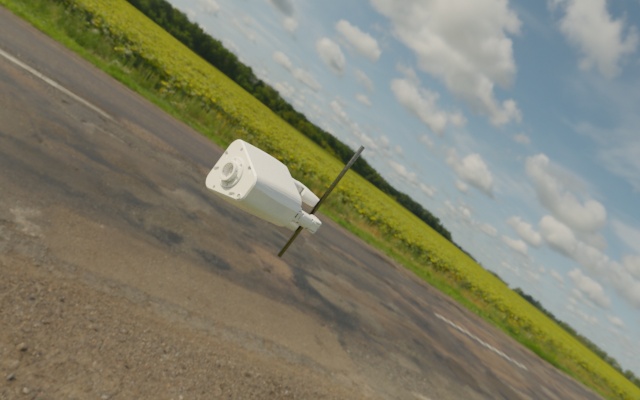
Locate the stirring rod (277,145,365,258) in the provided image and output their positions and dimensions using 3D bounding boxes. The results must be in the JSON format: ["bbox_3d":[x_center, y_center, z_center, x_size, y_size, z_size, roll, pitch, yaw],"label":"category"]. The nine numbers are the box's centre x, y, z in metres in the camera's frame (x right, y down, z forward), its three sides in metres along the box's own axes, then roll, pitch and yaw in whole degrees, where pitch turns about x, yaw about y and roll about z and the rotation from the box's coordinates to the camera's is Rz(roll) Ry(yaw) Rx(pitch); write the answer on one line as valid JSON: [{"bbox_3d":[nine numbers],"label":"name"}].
[{"bbox_3d":[0.000,0.003,0.828,0.011,0.239,0.011,37,5,-4],"label":"stirring rod"}]
